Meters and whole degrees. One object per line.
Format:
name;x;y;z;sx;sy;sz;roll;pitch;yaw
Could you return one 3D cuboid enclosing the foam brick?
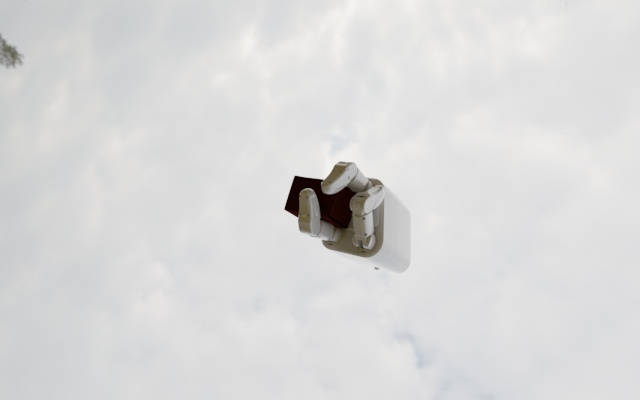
foam brick;0.000;0.002;0.647;0.078;0.053;0.051;9;-15;37
